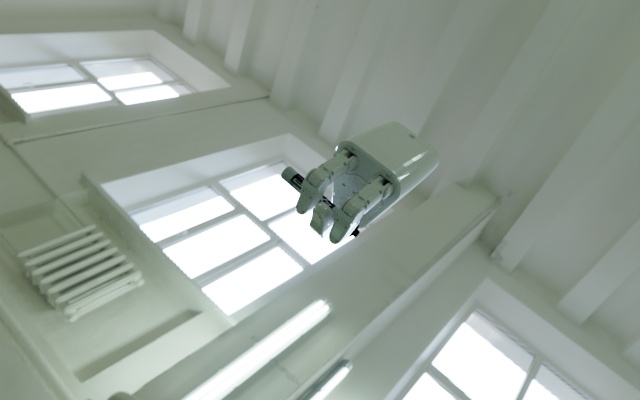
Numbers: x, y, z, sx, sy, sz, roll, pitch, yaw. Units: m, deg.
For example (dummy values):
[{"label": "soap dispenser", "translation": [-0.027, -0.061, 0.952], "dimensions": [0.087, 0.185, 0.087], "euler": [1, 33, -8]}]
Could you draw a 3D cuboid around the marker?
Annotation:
[{"label": "marker", "translation": [0.000, 0.002, 0.573], "dimensions": [0.121, 0.020, 0.020], "euler": [41, 16, 19]}]
